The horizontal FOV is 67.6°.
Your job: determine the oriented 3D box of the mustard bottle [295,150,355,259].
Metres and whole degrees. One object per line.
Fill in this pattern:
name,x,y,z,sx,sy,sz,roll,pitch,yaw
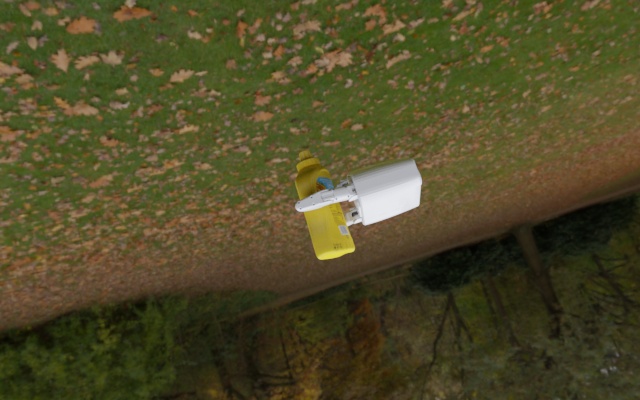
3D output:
mustard bottle,0.000,0.003,0.821,0.058,0.191,0.096,-23,-13,24
